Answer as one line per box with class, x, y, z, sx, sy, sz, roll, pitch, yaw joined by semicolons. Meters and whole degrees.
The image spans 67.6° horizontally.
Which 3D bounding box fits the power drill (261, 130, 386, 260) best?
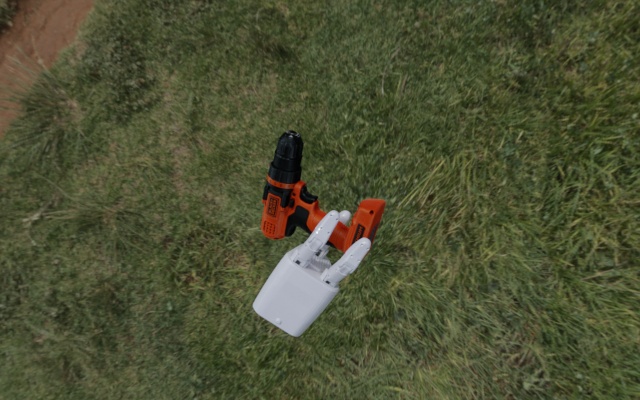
power drill;0.000;0.003;0.730;0.187;0.184;0.057;23;31;18
